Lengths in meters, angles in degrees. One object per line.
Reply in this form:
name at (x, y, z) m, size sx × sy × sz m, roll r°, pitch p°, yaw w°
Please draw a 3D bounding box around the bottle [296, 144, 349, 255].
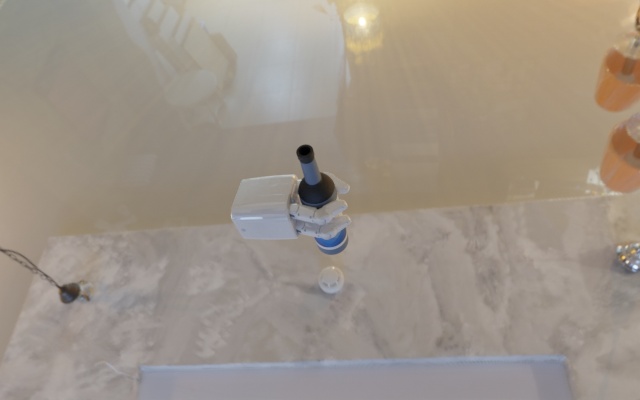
bottle at (0.000, 0.003, 0.866) m, size 0.069 × 0.069 × 0.296 m, roll 0°, pitch -33°, yaw 12°
